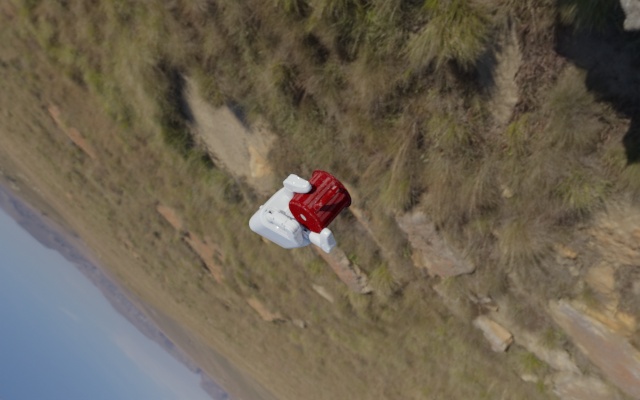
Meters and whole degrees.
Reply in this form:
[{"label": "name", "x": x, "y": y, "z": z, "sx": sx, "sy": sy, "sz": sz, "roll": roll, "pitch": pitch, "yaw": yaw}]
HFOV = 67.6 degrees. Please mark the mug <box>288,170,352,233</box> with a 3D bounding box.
[{"label": "mug", "x": 0.001, "y": 0.003, "z": 0.856, "sx": 0.081, "sy": 0.093, "sz": 0.117, "roll": -47, "pitch": 7, "yaw": -22}]
